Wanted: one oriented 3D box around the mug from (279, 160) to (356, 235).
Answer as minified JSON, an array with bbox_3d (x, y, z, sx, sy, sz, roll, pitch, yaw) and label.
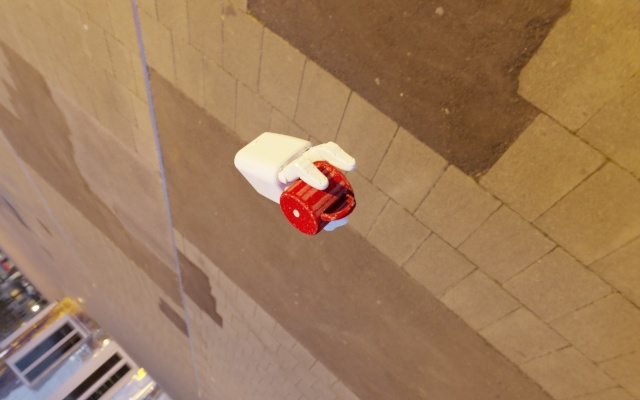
[{"bbox_3d":[0.001,0.003,0.722,0.117,0.093,0.081,21,51,40],"label":"mug"}]
